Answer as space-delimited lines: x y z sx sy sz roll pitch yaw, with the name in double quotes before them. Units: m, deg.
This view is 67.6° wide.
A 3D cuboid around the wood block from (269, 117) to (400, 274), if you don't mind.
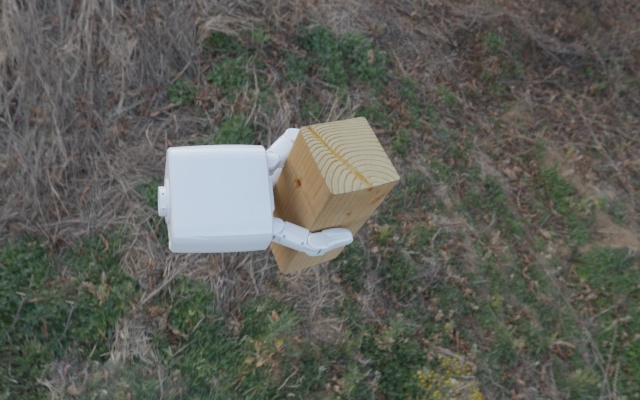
"wood block" 0.000 0.002 0.595 0.090 0.090 0.206 -14 -25 -28
